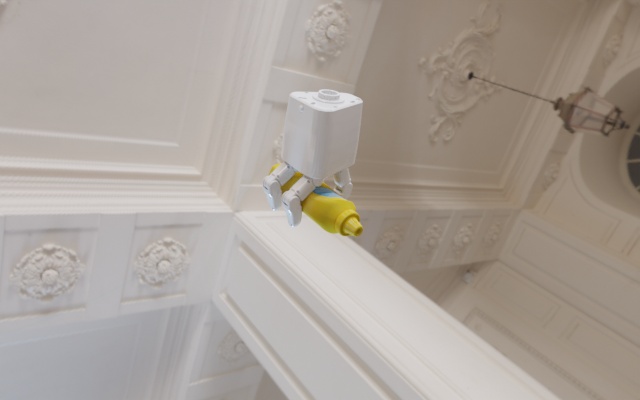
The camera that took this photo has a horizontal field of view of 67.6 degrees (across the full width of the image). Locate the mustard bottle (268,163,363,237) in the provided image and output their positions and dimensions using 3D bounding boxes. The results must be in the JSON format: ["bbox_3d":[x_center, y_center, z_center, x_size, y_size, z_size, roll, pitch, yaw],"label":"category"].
[{"bbox_3d":[0.000,0.003,0.765,0.096,0.058,0.191,15,15,-46],"label":"mustard bottle"}]
